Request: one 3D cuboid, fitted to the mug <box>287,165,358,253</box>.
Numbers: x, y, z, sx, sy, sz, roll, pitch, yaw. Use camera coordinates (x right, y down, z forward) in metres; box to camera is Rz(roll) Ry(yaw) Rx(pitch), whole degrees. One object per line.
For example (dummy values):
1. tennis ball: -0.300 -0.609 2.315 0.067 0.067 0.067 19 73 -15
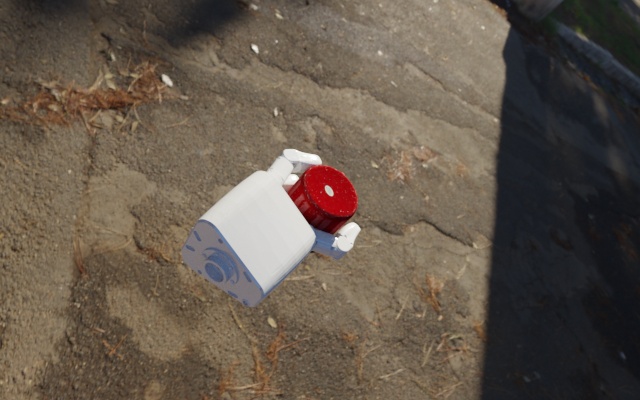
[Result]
1. mug: 0.001 0.001 0.624 0.081 0.093 0.117 -47 1 45
